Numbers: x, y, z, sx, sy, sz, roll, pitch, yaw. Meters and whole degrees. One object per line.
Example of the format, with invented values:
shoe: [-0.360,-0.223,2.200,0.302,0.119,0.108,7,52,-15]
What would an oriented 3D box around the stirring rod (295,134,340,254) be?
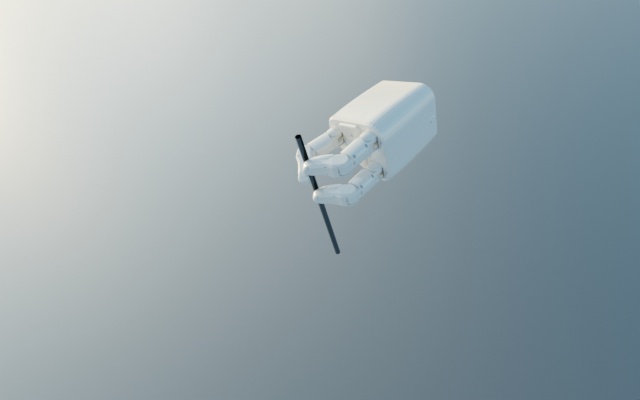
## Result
stirring rod: [0.000,0.002,0.655,0.011,0.011,0.240,0,-40,17]
